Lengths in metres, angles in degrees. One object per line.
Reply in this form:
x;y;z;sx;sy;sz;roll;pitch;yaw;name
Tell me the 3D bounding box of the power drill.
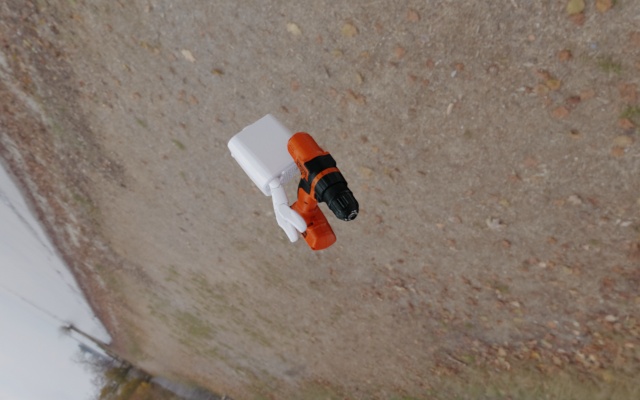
0.000;0.003;0.806;0.057;0.184;0.188;-19;-35;-21;power drill
